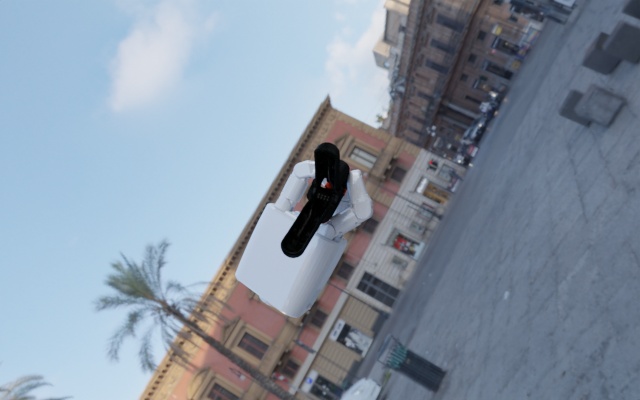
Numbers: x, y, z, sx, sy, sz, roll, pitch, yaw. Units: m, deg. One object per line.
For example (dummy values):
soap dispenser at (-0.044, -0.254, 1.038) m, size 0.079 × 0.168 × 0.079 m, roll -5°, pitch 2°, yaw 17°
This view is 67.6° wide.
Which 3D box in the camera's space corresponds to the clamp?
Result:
clamp at (0.000, 0.001, 0.534) m, size 0.039 × 0.120 × 0.171 m, roll 29°, pitch 4°, yaw 11°
